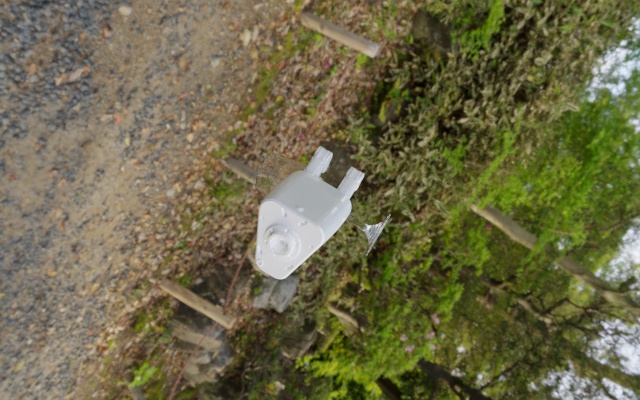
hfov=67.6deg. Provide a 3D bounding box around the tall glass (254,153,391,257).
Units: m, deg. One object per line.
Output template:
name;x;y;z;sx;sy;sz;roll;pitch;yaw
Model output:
tall glass;0.001;0.003;0.720;0.201;0.079;0.079;30;4;7
